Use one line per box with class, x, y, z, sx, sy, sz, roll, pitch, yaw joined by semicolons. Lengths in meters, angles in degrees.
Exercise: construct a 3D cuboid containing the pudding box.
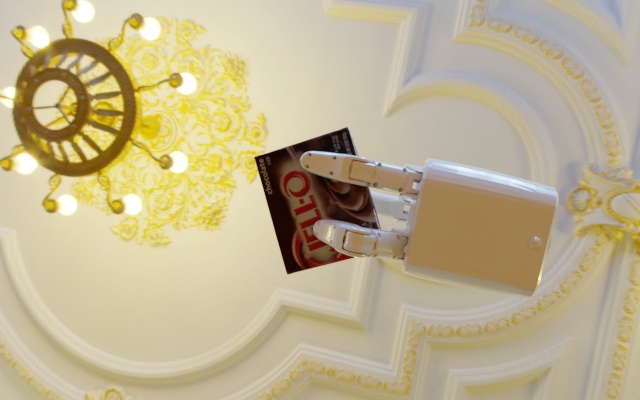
pudding box;0.000;0.001;0.431;0.090;0.113;0.039;-16;-3;11
